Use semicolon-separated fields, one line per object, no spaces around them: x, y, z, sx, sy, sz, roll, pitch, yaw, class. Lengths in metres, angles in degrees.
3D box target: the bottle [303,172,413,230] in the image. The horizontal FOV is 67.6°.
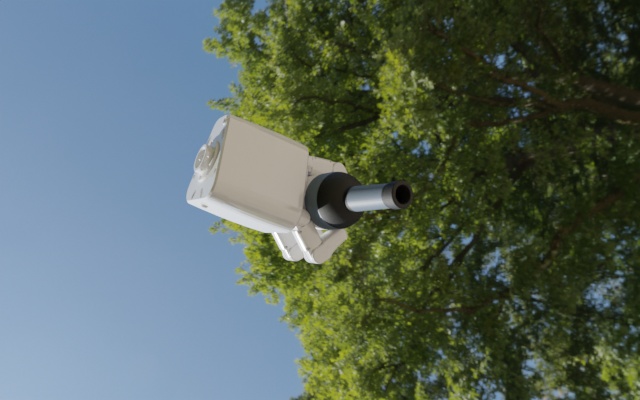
0.000;0.002;0.578;0.069;0.069;0.296;0;-3;-32;bottle
